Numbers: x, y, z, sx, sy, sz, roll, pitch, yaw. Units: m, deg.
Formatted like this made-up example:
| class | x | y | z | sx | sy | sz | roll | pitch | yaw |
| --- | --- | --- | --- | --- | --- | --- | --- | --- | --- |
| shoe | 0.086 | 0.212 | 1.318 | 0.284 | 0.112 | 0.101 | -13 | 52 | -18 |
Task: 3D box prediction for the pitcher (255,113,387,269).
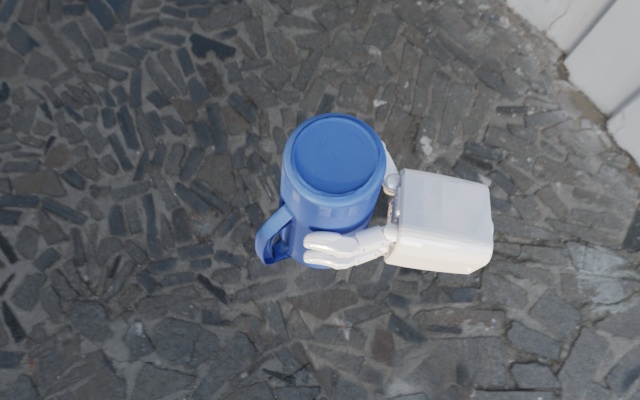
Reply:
| class | x | y | z | sx | sy | sz | roll | pitch | yaw |
| --- | --- | --- | --- | --- | --- | --- | --- | --- | --- |
| pitcher | 0.000 | 0.002 | 0.592 | 0.145 | 0.149 | 0.243 | 11 | -20 | 1 |
